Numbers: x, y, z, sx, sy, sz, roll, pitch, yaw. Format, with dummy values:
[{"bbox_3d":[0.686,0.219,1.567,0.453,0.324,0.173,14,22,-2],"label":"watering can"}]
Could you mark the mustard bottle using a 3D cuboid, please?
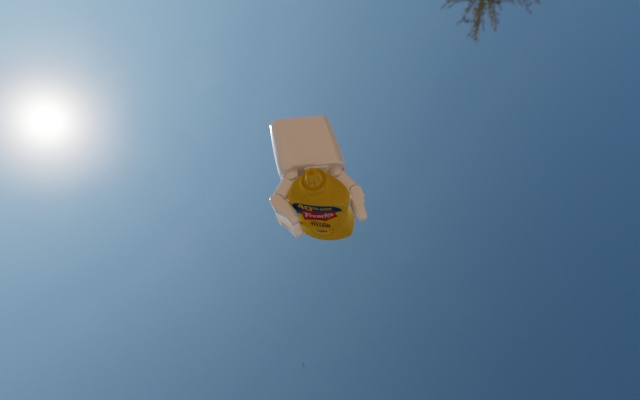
[{"bbox_3d":[0.000,0.003,0.761,0.096,0.058,0.192,7,-26,12],"label":"mustard bottle"}]
